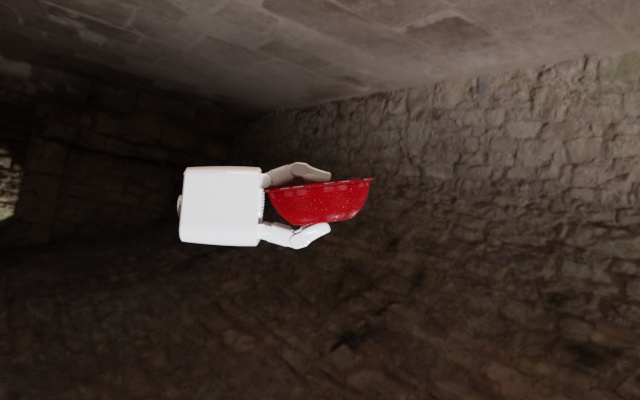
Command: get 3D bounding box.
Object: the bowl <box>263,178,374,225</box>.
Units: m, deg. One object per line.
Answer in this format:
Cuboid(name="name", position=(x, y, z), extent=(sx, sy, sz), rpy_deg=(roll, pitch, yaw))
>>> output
Cuboid(name="bowl", position=(0.001, 0.003, 0.691), extent=(0.162, 0.055, 0.162), rpy_deg=(-7, 1, 0))
